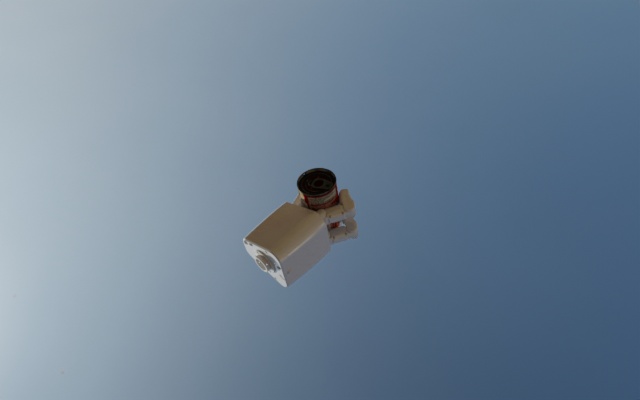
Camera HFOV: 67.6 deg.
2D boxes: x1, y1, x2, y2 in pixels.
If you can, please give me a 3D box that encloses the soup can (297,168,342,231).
[{"bbox_3d":[0.000,0.003,0.840,0.068,0.068,0.102,0,-44,11],"label":"soup can"}]
